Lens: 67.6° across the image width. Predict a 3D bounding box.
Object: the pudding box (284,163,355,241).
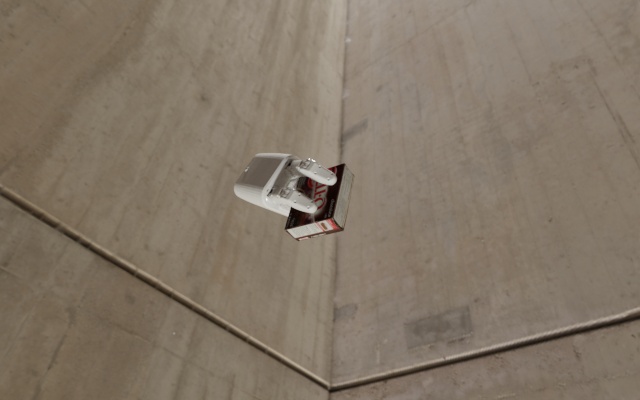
[{"bbox_3d":[0.000,0.003,0.742,0.090,0.113,0.039,-16,-44,33],"label":"pudding box"}]
